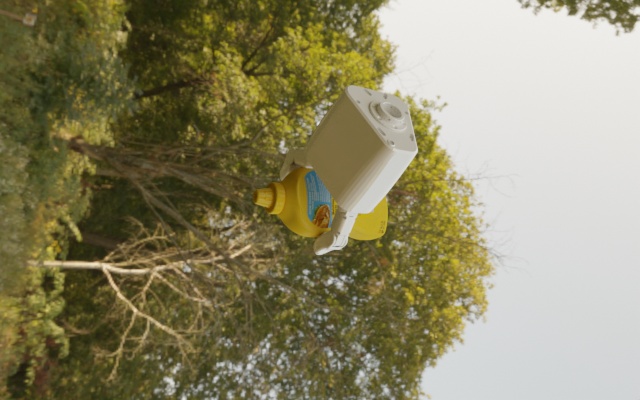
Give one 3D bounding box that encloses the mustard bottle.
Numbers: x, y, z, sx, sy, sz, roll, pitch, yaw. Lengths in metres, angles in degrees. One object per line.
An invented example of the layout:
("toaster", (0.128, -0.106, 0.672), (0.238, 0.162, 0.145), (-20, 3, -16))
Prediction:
("mustard bottle", (0.000, 0.002, 0.648), (0.191, 0.096, 0.058), (5, -17, -31))
